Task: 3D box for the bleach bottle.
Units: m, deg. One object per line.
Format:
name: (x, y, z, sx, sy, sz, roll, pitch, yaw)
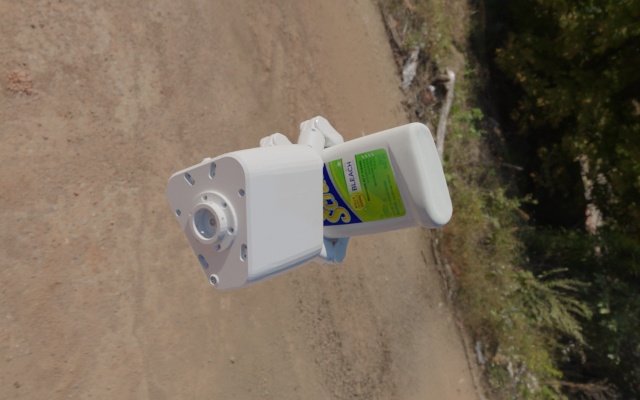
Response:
bleach bottle: (0.000, 0.002, 0.501, 0.251, 0.102, 0.068, -16, 0, 31)
